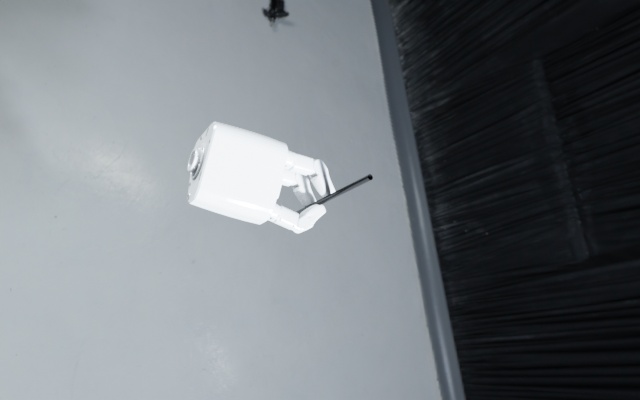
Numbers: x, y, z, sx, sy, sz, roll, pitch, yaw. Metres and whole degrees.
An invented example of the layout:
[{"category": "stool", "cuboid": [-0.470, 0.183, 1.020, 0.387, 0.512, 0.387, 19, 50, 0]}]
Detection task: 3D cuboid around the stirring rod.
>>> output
[{"category": "stirring rod", "cuboid": [0.000, 0.002, 0.697, 0.011, 0.011, 0.239, 0, -15, -32]}]
